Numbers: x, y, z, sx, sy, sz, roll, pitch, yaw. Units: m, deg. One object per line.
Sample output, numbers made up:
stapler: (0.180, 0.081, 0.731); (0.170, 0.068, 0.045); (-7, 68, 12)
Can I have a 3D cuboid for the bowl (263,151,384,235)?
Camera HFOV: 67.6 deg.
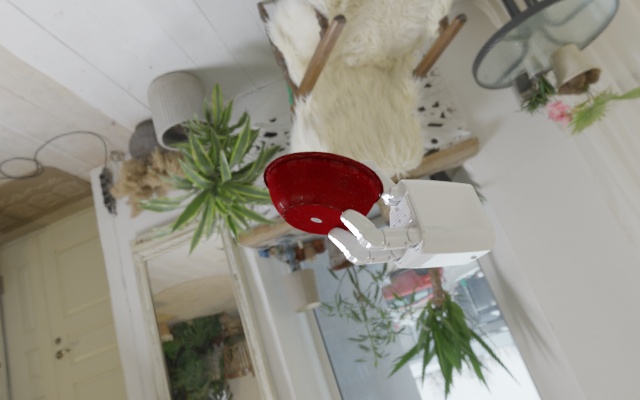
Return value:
bowl: (-0.001, 0.002, 0.627); (0.162, 0.055, 0.162); (7, -27, 3)
